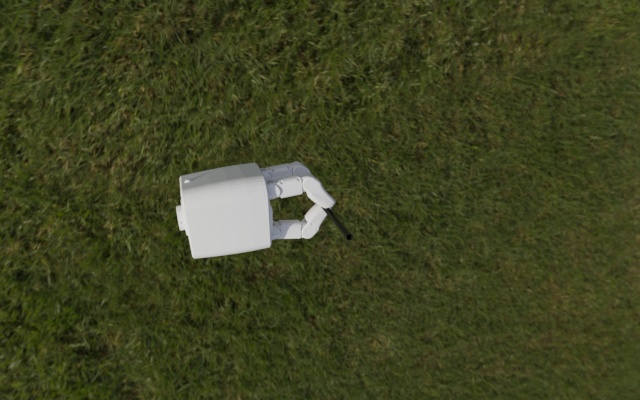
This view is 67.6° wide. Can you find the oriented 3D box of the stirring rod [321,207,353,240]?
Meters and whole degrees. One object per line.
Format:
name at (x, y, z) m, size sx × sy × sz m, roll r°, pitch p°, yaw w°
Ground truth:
stirring rod at (0.000, 0.002, 0.668) m, size 0.011 × 0.011 × 0.239 m, roll 0°, pitch 20°, yaw -18°
